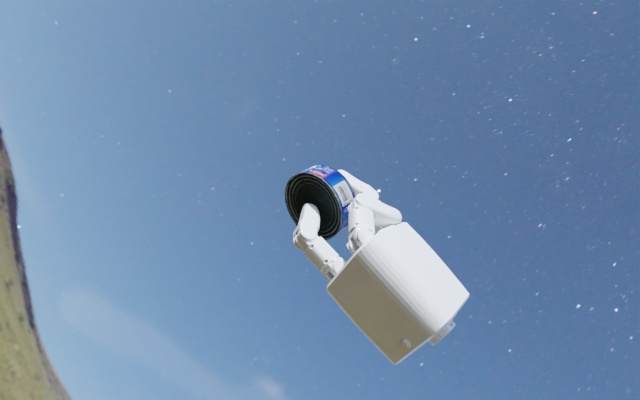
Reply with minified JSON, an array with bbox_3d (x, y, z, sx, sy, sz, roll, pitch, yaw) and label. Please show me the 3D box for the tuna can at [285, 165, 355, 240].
[{"bbox_3d":[0.000,0.002,0.567,0.086,0.086,0.033,0,22,42],"label":"tuna can"}]
